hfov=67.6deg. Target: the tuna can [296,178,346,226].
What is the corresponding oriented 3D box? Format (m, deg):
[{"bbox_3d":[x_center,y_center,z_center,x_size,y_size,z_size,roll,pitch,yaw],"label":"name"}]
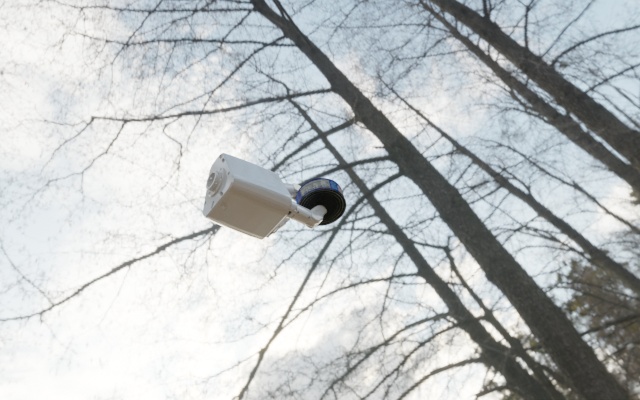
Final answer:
[{"bbox_3d":[0.000,0.002,0.834,0.086,0.086,0.033,0,41,-12],"label":"tuna can"}]
